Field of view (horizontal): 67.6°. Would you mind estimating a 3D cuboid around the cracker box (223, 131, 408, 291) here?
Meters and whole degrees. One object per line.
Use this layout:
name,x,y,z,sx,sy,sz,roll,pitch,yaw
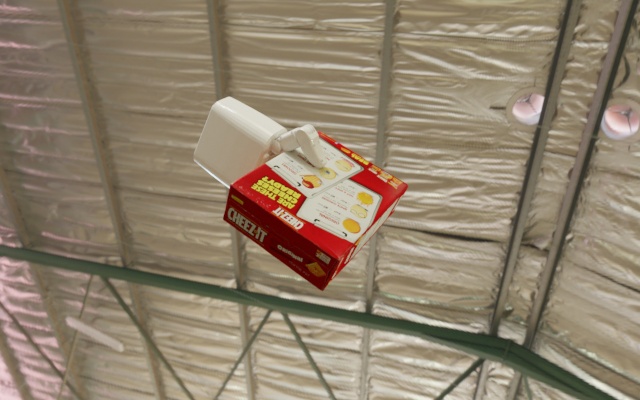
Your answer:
cracker box,0.000,0.002,0.652,0.164,0.072,0.213,33,40,14
